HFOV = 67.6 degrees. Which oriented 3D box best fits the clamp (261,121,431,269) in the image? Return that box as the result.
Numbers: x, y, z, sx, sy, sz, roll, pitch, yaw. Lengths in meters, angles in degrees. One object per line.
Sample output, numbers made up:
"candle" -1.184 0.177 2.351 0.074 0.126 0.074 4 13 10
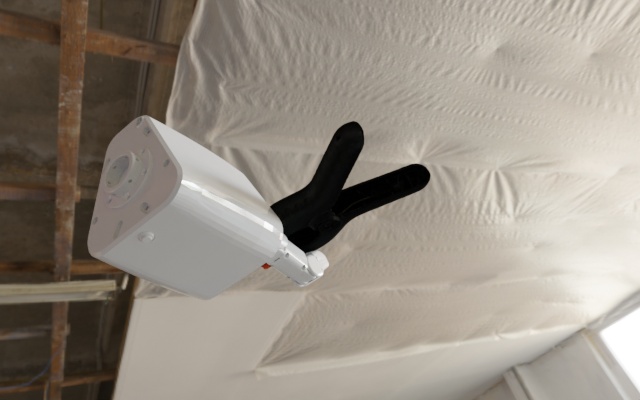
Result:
"clamp" 0.000 0.001 0.402 0.171 0.039 0.120 -34 -39 16
